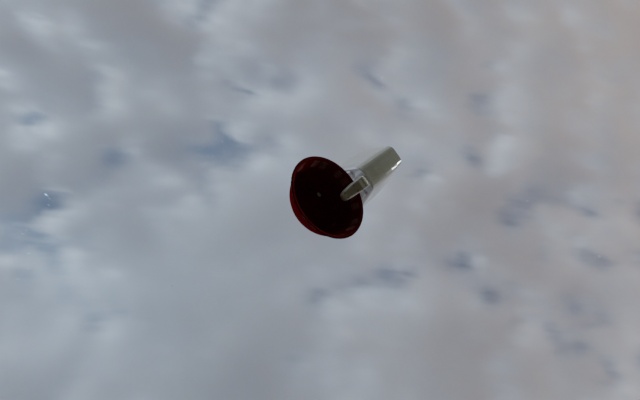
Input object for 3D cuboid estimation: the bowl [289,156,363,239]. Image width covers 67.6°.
[{"bbox_3d":[-0.001,0.003,0.866,0.162,0.162,0.055,0,-24,-41],"label":"bowl"}]
